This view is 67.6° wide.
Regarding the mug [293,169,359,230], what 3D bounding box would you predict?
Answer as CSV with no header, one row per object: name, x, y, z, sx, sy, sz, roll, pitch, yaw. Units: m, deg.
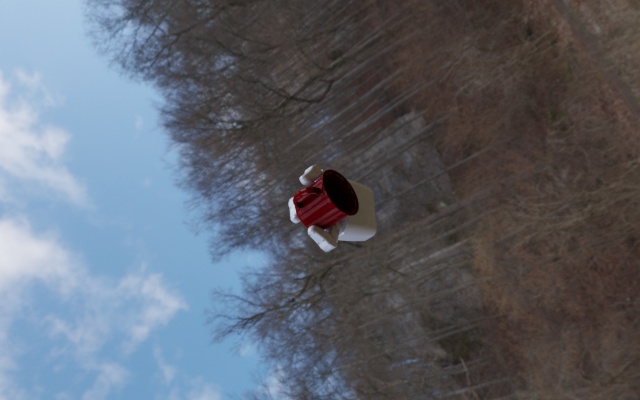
mug,-0.001,0.003,0.843,0.081,0.093,0.117,-34,-29,31
